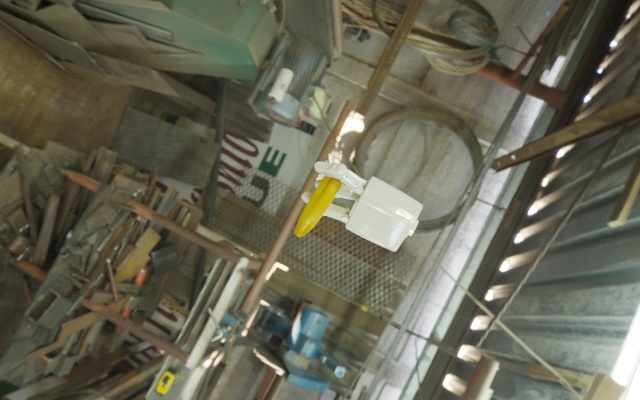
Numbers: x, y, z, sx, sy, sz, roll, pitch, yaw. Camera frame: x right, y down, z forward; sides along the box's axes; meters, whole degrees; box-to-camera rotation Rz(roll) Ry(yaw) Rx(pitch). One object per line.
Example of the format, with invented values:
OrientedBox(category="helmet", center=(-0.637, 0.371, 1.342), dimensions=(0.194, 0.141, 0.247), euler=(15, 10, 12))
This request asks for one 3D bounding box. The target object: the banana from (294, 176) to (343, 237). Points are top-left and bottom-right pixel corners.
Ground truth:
OrientedBox(category="banana", center=(0.008, -0.011, 0.869), dimensions=(0.037, 0.070, 0.197), euler=(29, 41, 1))
